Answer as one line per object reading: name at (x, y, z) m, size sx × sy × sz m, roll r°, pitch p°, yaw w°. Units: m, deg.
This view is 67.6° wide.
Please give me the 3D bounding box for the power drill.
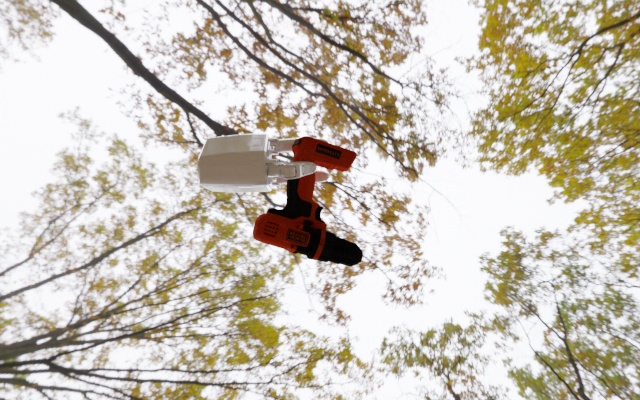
power drill at (0.000, 0.002, 0.775) m, size 0.184 × 0.187 × 0.057 m, roll 18°, pitch -11°, yaw -14°
